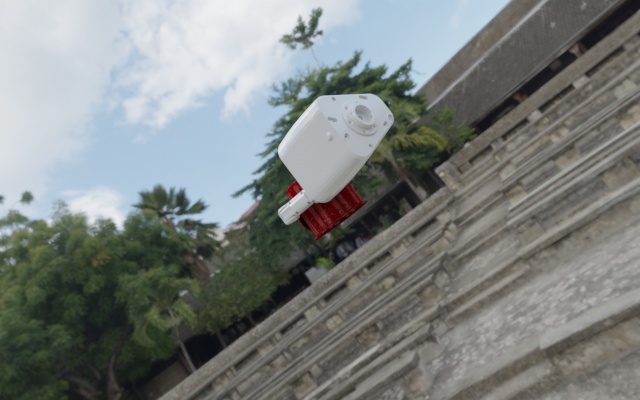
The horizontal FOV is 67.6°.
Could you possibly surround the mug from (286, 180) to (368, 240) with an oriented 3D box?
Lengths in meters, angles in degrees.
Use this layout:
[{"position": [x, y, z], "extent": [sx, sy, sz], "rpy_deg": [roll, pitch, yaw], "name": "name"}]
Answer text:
[{"position": [-0.001, 0.003, 0.689], "extent": [0.093, 0.081, 0.117], "rpy_deg": [-31, -8, -41], "name": "mug"}]
